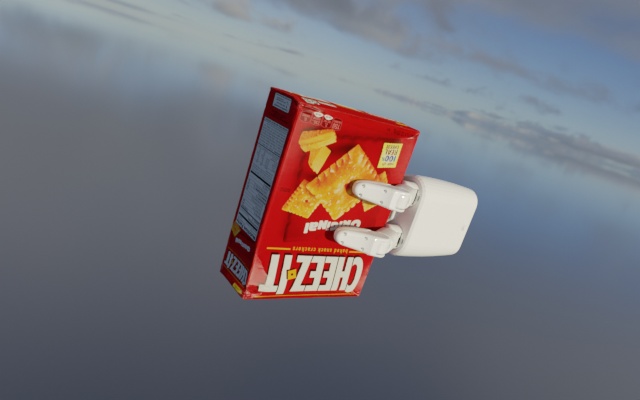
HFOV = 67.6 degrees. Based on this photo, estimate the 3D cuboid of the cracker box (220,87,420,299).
[{"bbox_3d":[0.000,0.001,0.528,0.164,0.214,0.072,7,18,-36],"label":"cracker box"}]
